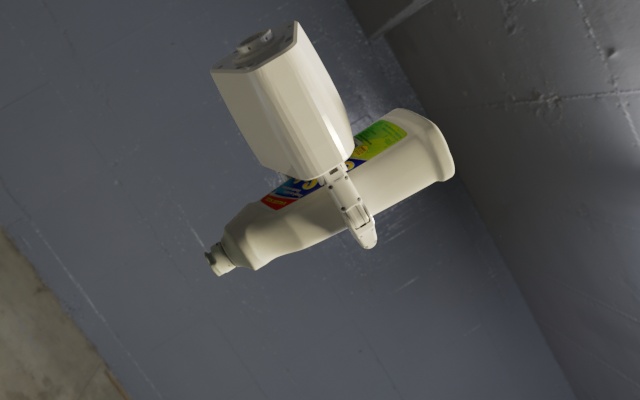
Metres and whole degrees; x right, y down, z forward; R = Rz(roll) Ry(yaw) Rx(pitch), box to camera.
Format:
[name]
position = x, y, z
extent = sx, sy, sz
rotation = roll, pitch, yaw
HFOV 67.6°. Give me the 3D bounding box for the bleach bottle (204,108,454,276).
[bleach bottle]
position = 0.000, 0.002, 0.479
extent = 0.251, 0.068, 0.102
rotation = -32, 29, -3
